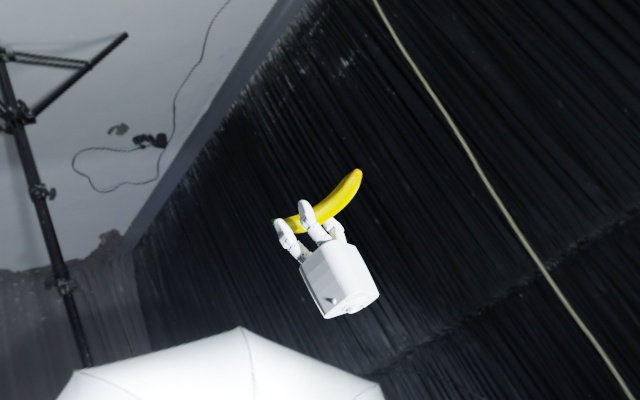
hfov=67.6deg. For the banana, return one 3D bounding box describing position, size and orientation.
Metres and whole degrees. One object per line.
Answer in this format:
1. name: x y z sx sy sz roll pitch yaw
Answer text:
1. banana: 0.005 0.012 0.914 0.198 0.037 0.070 -32 -32 9
